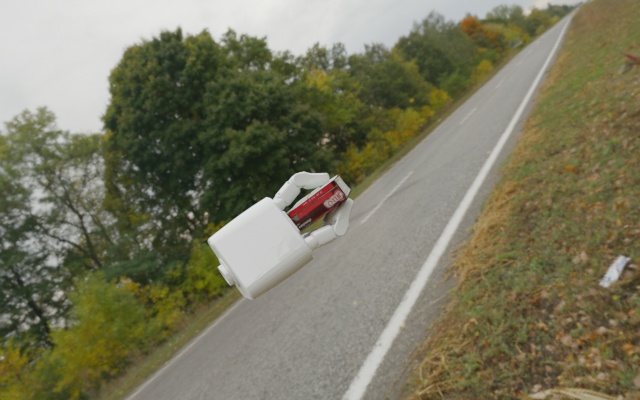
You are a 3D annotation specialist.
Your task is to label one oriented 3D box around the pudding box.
[{"bbox_3d":[0.000,0.002,0.732,0.090,0.039,0.113,-35,4,9],"label":"pudding box"}]
